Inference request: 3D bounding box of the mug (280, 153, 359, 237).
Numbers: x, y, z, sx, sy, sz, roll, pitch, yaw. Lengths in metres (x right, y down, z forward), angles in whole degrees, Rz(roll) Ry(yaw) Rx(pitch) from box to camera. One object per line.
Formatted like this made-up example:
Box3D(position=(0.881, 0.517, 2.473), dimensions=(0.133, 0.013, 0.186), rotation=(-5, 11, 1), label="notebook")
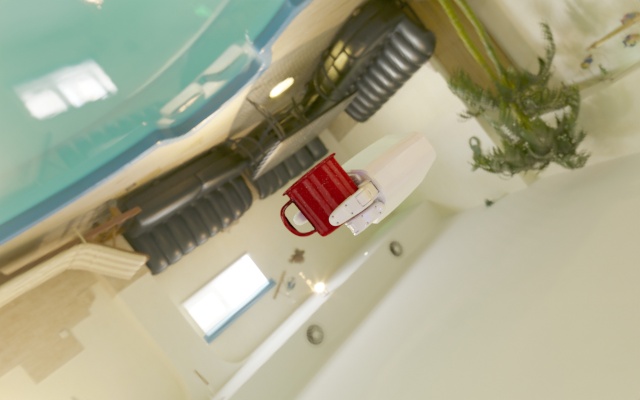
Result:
Box3D(position=(-0.001, 0.003, 0.647), dimensions=(0.117, 0.081, 0.093), rotation=(-39, 0, -17), label="mug")
